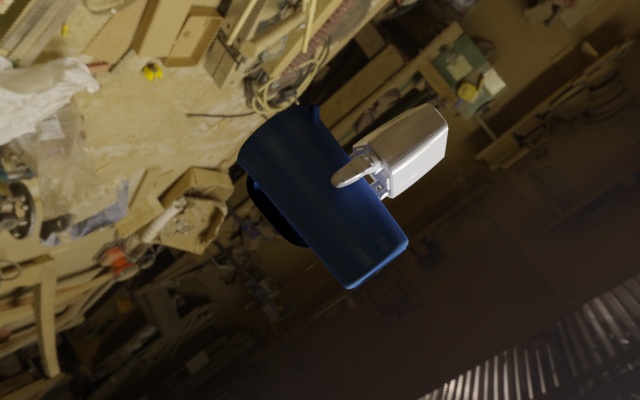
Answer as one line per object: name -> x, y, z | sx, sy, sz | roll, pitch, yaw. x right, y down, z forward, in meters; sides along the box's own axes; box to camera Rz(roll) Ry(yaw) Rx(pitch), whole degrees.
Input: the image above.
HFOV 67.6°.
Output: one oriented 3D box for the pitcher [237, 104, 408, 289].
pitcher -> 0.000, 0.002, 0.663 | 0.145, 0.243, 0.149 | -36, -10, -9
